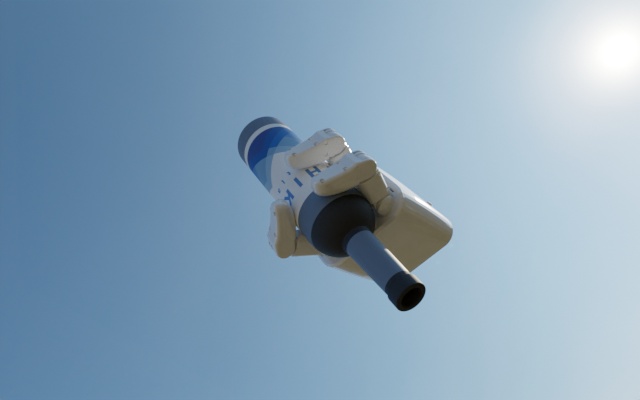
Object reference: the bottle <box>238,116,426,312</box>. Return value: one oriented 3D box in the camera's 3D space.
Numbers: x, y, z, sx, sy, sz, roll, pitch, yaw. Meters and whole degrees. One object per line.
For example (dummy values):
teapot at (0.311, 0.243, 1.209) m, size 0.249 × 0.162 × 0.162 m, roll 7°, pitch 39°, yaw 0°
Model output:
bottle at (0.000, 0.001, 0.467) m, size 0.069 × 0.069 × 0.295 m, roll 0°, pitch 29°, yaw -32°
